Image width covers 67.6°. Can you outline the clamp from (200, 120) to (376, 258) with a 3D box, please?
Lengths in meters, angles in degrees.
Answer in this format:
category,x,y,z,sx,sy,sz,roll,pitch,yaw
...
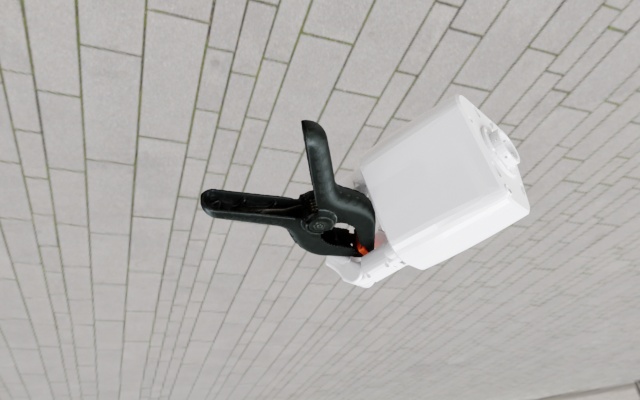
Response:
category,x,y,z,sx,sy,sz,roll,pitch,yaw
clamp,0.000,0.002,0.407,0.171,0.039,0.120,25,-46,-38
